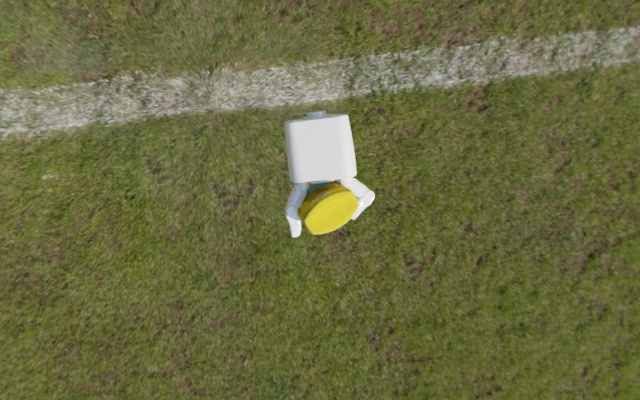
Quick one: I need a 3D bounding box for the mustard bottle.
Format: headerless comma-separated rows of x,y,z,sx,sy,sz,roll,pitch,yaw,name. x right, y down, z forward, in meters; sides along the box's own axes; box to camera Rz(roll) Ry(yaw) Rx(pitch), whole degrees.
0.000,0.003,0.867,0.096,0.058,0.191,-34,16,-4,mustard bottle
